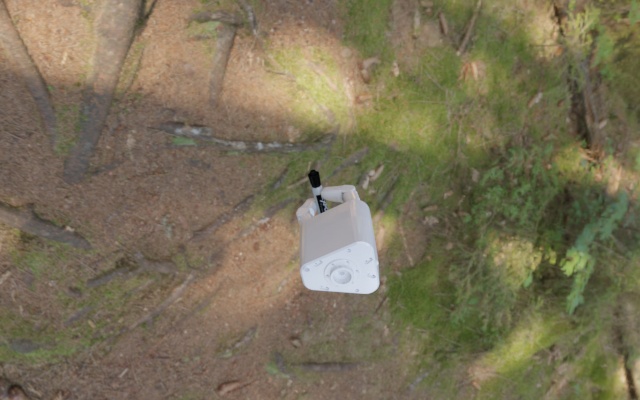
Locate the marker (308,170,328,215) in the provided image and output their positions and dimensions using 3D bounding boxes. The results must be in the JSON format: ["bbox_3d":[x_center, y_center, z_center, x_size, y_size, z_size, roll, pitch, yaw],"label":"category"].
[{"bbox_3d":[0.000,0.003,0.803,0.020,0.121,0.020,-10,30,6],"label":"marker"}]
